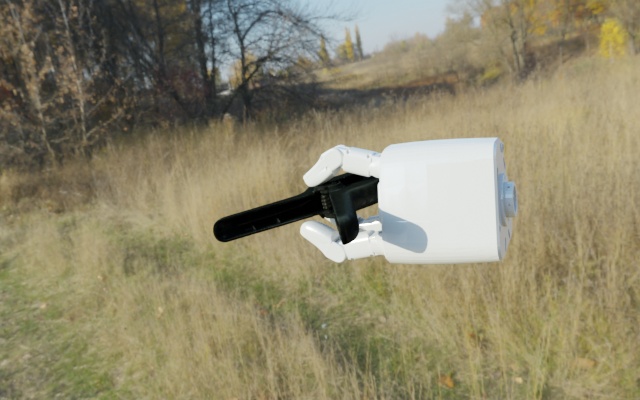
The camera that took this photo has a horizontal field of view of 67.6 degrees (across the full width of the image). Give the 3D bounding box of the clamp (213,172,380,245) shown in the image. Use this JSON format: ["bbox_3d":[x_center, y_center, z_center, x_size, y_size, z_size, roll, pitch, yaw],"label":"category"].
[{"bbox_3d":[0.000,0.001,0.510,0.164,0.036,0.210,-4,16,29],"label":"clamp"}]
